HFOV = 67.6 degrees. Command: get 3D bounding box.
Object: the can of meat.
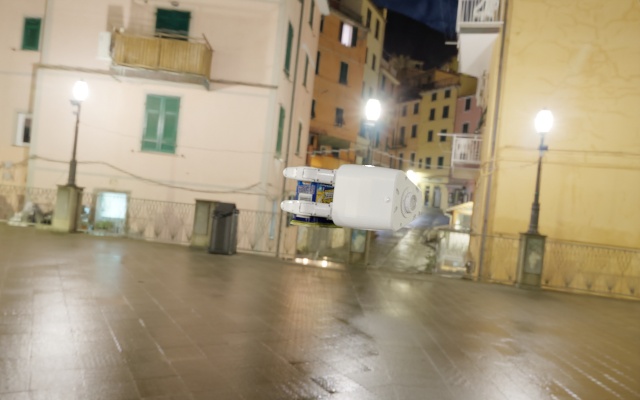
[{"bbox_3d":[0.000,0.002,0.818,0.057,0.084,0.102,7,0,39],"label":"can of meat"}]
